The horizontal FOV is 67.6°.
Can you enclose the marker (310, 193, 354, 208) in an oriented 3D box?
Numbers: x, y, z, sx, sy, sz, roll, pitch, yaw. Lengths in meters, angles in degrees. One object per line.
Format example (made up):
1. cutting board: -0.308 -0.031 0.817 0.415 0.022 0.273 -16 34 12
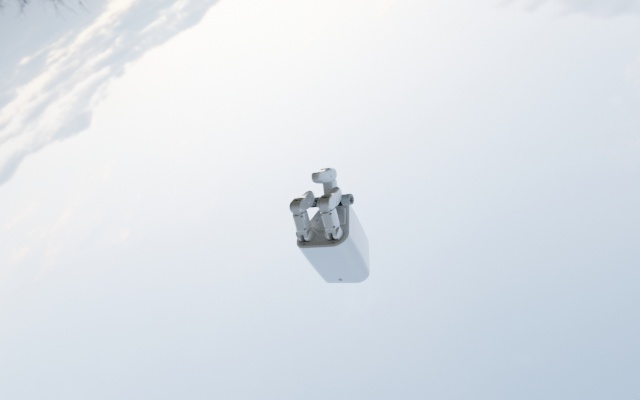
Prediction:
1. marker: 0.000 0.003 0.809 0.121 0.020 0.020 -5 -3 32
